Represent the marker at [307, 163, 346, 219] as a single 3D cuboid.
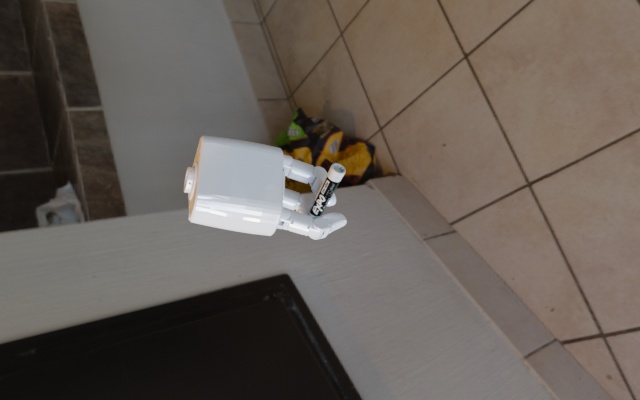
[{"bbox_3d":[0.000,0.002,0.610,0.020,0.020,0.121,0,-42,-29],"label":"marker"}]
